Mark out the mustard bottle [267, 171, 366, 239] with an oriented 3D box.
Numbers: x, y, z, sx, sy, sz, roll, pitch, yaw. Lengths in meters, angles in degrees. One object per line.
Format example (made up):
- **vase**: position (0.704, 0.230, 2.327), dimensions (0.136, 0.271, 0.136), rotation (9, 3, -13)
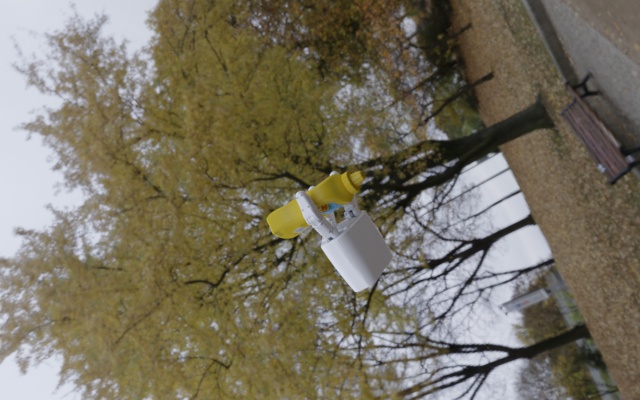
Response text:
- **mustard bottle**: position (0.000, 0.003, 0.865), dimensions (0.192, 0.058, 0.096), rotation (-32, -17, 24)
